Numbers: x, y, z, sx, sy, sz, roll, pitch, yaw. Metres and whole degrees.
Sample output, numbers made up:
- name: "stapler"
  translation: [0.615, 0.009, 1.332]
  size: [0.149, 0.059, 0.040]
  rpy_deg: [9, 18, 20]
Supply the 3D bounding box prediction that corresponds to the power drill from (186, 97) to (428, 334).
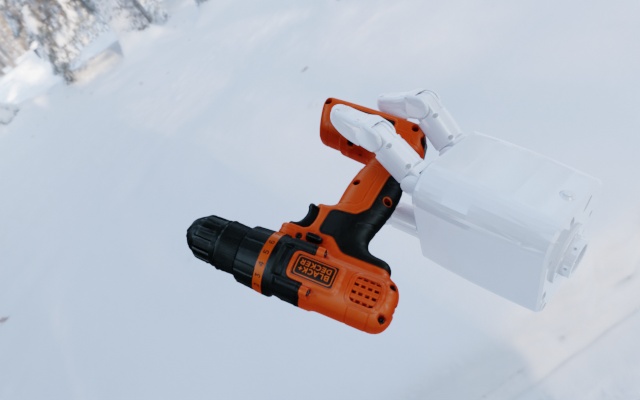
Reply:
- name: "power drill"
  translation: [0.000, 0.001, 0.416]
  size: [0.184, 0.187, 0.057]
  rpy_deg: [21, -23, 12]
